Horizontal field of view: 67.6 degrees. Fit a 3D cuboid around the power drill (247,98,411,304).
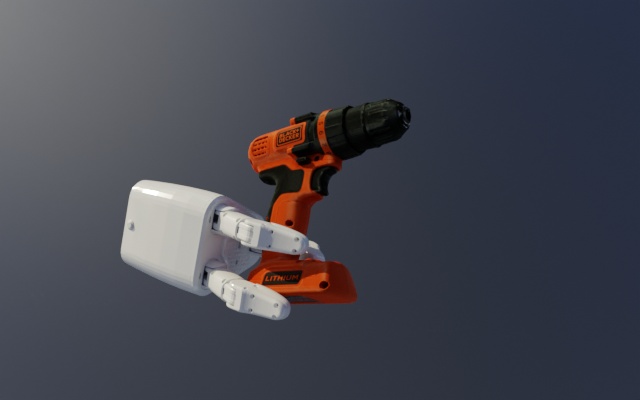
[{"bbox_3d":[0.000,0.002,0.454,0.184,0.187,0.057,-12,-28,36],"label":"power drill"}]
